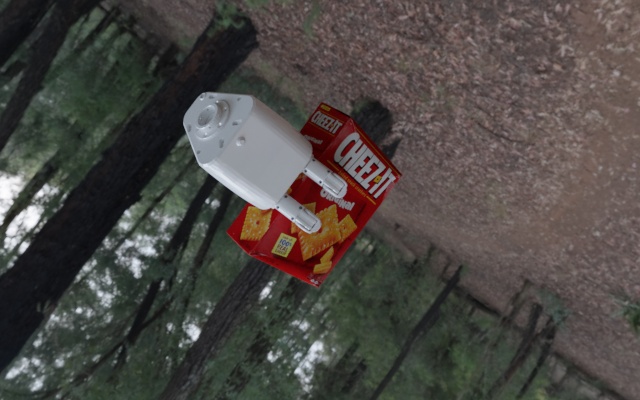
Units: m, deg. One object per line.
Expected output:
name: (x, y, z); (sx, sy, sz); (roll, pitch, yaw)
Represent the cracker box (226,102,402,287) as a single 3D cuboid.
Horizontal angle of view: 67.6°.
cracker box: (0.000, 0.002, 0.661); (0.072, 0.213, 0.164); (37, -1, 41)
